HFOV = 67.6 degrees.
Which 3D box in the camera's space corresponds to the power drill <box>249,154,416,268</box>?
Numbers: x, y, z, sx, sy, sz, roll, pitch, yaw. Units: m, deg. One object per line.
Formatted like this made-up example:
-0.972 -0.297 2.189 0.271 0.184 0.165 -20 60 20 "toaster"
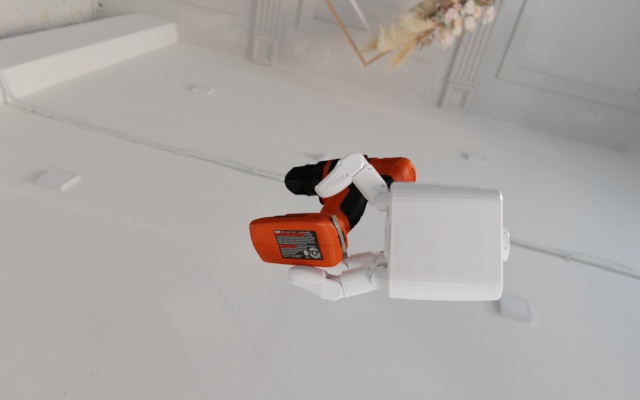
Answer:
0.000 0.002 0.559 0.184 0.057 0.187 -3 27 33 "power drill"
